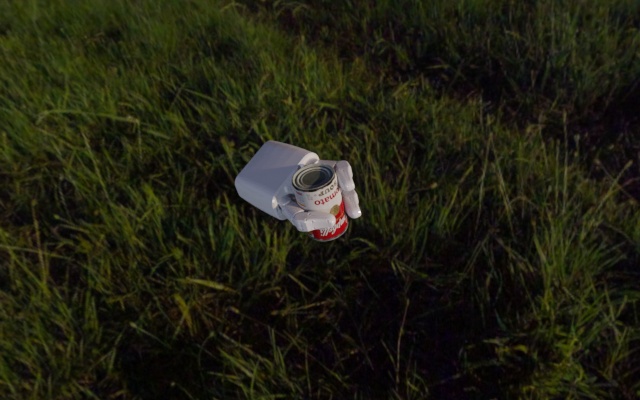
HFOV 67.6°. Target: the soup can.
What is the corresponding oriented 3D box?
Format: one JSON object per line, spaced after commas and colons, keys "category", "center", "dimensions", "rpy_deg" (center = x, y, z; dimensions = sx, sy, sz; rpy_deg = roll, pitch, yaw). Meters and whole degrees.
{"category": "soup can", "center": [0.000, 0.002, 0.727], "dimensions": [0.068, 0.102, 0.068], "rpy_deg": [-10, 38, 8]}
